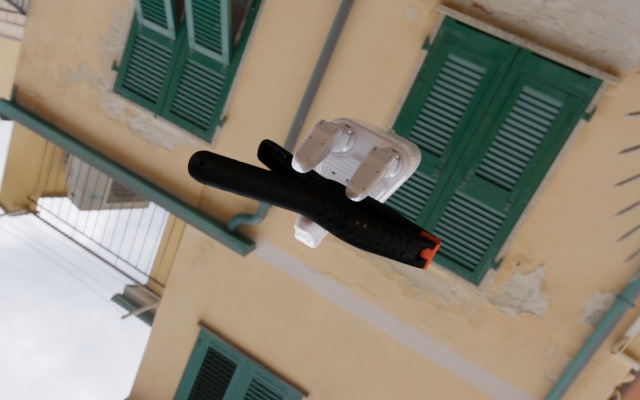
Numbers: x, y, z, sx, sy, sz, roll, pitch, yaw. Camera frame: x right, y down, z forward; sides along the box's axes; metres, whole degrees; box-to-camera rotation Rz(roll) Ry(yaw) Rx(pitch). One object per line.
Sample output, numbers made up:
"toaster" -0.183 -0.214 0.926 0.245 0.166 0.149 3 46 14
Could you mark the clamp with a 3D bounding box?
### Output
"clamp" 0.000 0.002 0.412 0.210 0.036 0.164 29 17 13
